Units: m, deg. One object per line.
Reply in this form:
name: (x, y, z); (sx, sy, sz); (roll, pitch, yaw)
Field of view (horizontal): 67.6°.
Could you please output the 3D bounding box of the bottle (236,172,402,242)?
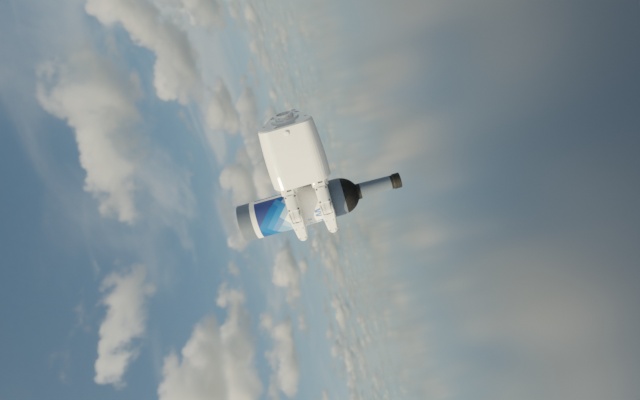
bottle: (0.000, 0.003, 0.855); (0.296, 0.069, 0.069); (-16, -1, 2)
